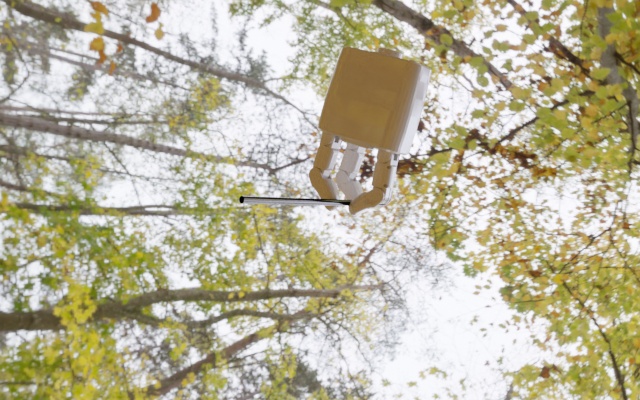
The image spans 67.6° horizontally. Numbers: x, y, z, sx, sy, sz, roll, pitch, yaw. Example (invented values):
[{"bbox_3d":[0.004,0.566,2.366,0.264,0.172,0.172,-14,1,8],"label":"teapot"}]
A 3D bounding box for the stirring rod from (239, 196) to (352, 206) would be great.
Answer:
[{"bbox_3d":[0.000,0.002,0.564,0.011,0.011,0.239,0,-1,41],"label":"stirring rod"}]
